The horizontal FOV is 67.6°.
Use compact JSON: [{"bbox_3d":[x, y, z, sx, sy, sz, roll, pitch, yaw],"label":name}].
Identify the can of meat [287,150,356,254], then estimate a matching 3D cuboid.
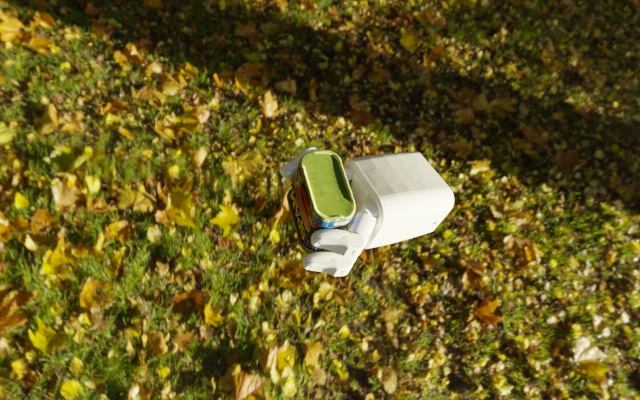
[{"bbox_3d":[0.000,0.002,0.583,0.057,0.102,0.084,-7,-30,-18],"label":"can of meat"}]
